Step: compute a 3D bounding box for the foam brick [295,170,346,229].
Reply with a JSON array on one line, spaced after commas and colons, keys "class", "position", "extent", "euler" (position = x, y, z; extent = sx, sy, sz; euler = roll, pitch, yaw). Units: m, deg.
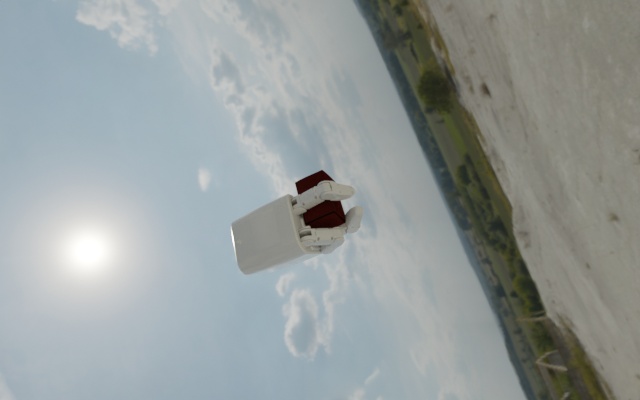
[{"class": "foam brick", "position": [0.000, 0.002, 0.741], "extent": [0.051, 0.078, 0.053], "euler": [-24, -30, 15]}]
